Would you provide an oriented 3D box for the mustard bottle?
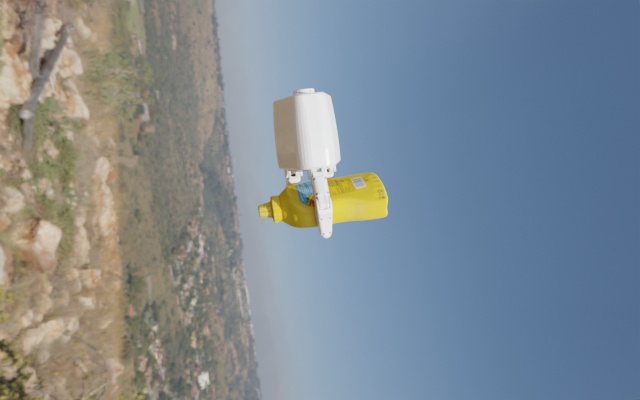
[{"bbox_3d":[0.000,0.003,0.736,0.191,0.058,0.096,-8,33,-9],"label":"mustard bottle"}]
